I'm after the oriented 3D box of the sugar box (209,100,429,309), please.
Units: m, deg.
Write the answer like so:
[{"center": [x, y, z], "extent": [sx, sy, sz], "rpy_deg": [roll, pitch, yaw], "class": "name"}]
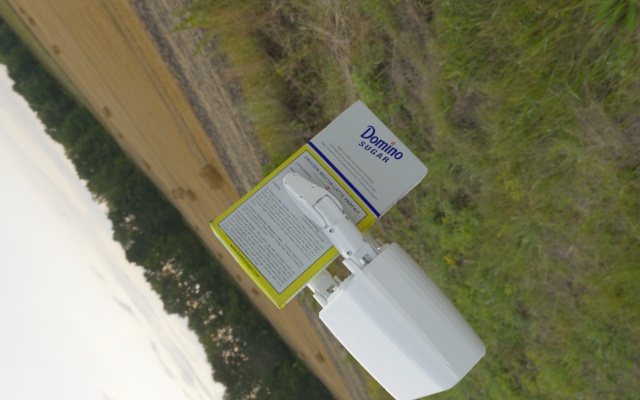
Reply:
[{"center": [0.000, 0.002, 0.423], "extent": [0.176, 0.093, 0.048], "rpy_deg": [-40, -9, -15], "class": "sugar box"}]
